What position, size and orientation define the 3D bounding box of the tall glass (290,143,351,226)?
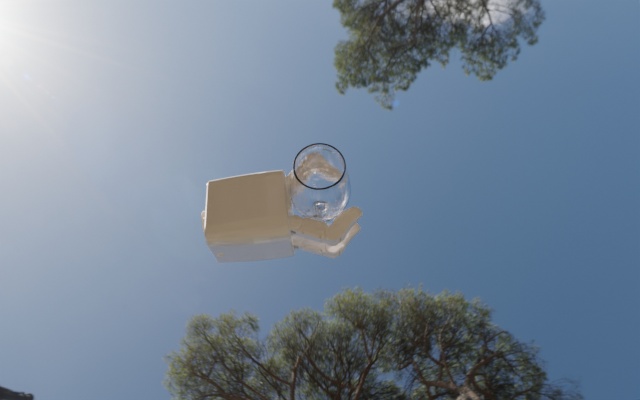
[{"bbox_3d":[0.000,0.002,0.641,0.079,0.079,0.201,0,-25,1],"label":"tall glass"}]
